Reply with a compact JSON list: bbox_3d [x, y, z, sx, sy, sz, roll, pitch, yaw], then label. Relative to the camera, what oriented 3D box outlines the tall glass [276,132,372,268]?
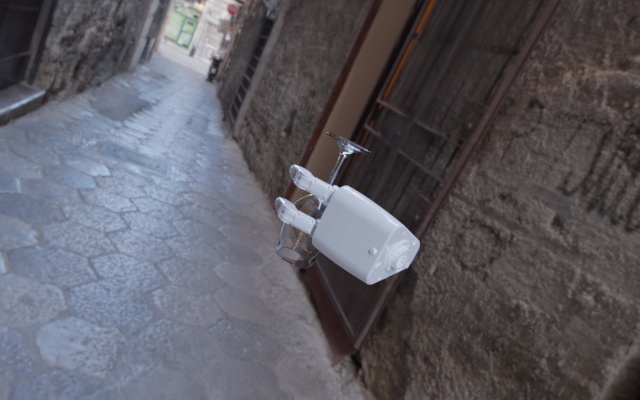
[{"bbox_3d":[0.000,0.002,0.725,0.079,0.201,0.079,25,13,-6],"label":"tall glass"}]
